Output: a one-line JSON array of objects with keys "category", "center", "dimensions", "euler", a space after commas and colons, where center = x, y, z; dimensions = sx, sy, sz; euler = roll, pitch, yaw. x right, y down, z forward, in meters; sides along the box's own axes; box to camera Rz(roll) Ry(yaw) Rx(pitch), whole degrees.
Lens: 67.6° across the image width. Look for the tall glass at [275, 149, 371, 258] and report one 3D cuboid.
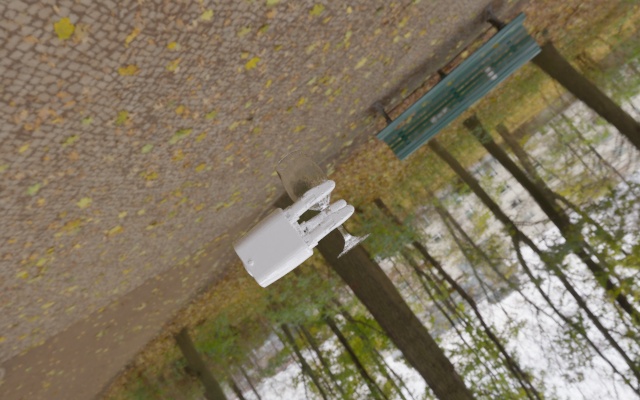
[{"category": "tall glass", "center": [0.001, 0.003, 0.865], "dimensions": [0.079, 0.201, 0.079], "euler": [-36, -9, -7]}]
